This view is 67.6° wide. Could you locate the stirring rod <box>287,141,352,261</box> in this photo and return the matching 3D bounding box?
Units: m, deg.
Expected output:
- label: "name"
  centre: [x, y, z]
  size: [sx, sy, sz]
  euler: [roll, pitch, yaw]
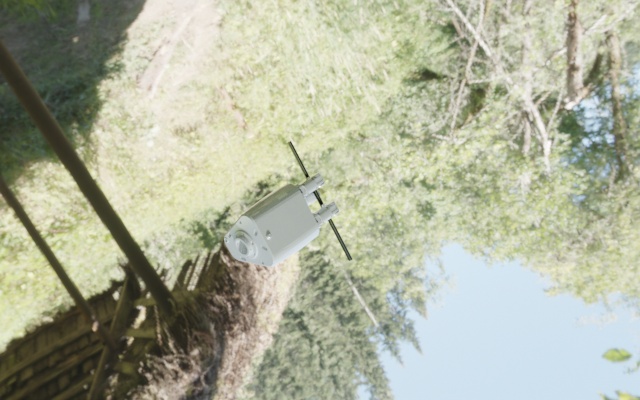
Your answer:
- label: "stirring rod"
  centre: [0.000, 0.003, 0.853]
  size: [0.011, 0.239, 0.011]
  euler: [-27, 9, 4]
